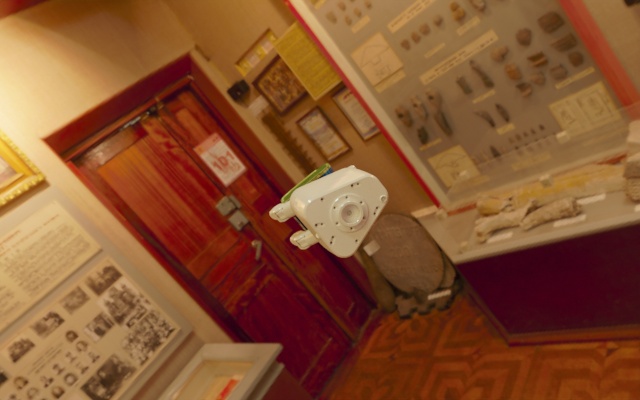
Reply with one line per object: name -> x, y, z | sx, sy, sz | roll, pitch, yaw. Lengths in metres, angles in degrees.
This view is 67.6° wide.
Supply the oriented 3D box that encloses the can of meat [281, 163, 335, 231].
can of meat -> 0.000, 0.002, 0.759 | 0.102, 0.084, 0.057 | -40, 13, -1
